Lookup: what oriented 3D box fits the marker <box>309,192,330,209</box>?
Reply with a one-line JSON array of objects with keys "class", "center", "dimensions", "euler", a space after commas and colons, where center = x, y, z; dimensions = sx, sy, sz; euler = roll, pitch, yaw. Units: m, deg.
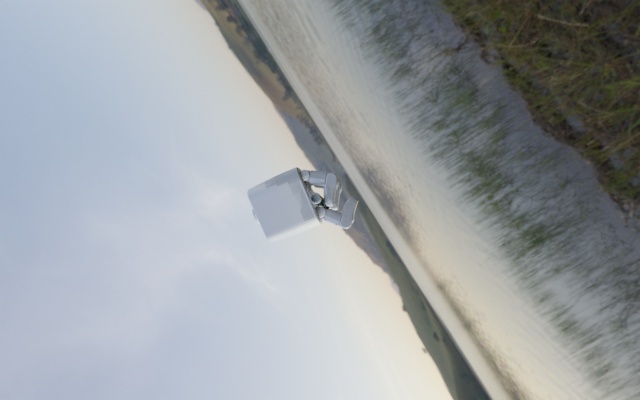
[{"class": "marker", "center": [0.000, 0.003, 0.864], "dimensions": [0.020, 0.020, 0.121], "euler": [0, -7, 9]}]
